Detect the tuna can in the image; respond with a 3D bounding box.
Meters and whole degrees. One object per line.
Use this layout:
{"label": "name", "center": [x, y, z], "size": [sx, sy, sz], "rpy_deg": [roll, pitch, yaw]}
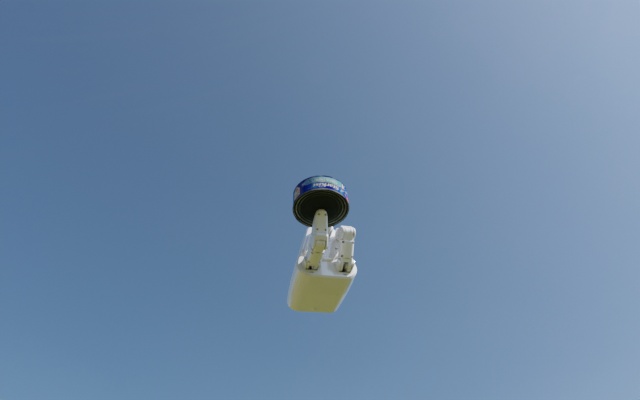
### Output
{"label": "tuna can", "center": [0.000, 0.002, 0.730], "size": [0.086, 0.033, 0.086], "rpy_deg": [-2, -44, -2]}
